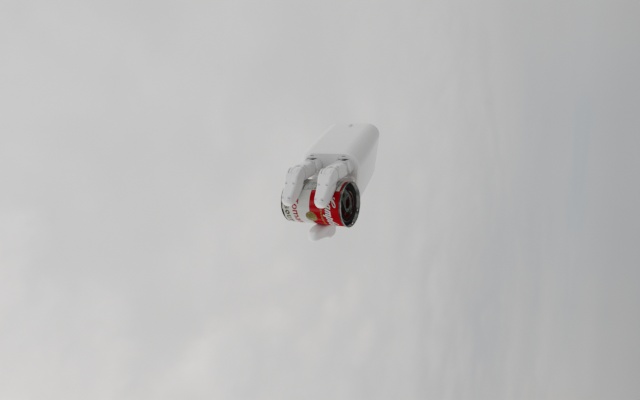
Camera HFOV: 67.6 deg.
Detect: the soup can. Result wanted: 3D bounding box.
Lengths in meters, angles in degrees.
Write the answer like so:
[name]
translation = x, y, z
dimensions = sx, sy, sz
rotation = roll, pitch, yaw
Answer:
[soup can]
translation = 0.000, 0.003, 0.718
dimensions = 0.102, 0.068, 0.068
rotation = 4, 2, 28
